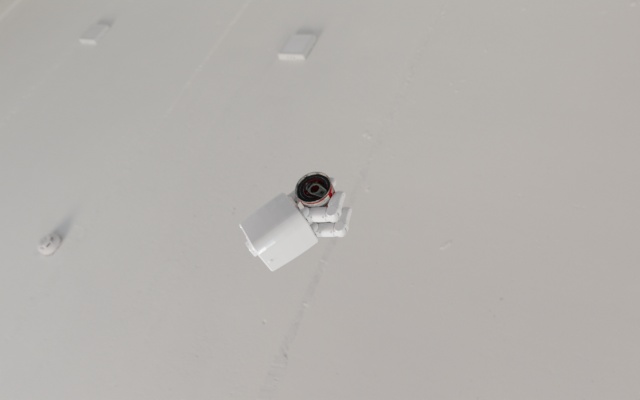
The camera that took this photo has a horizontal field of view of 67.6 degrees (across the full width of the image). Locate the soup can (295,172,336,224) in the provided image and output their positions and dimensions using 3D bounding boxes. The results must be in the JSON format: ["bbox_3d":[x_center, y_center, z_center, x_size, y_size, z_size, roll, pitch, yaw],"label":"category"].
[{"bbox_3d":[0.001,0.003,0.900,0.068,0.068,0.102,0,-33,20],"label":"soup can"}]
